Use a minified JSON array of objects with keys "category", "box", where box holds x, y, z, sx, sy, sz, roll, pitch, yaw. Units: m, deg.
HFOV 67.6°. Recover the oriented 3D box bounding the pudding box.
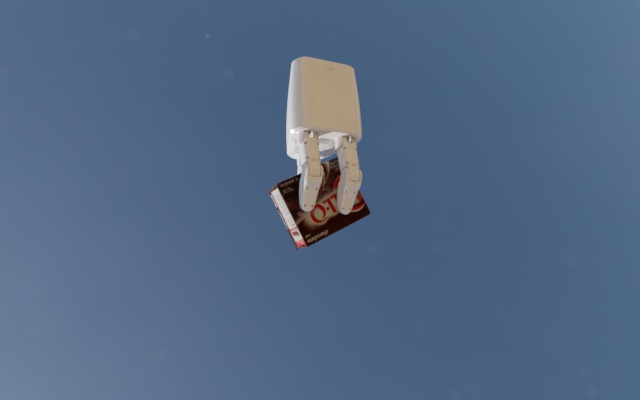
[{"category":"pudding box","box":[0.000,0.002,0.636,0.113,0.090,0.039,-26,-2,-27]}]
